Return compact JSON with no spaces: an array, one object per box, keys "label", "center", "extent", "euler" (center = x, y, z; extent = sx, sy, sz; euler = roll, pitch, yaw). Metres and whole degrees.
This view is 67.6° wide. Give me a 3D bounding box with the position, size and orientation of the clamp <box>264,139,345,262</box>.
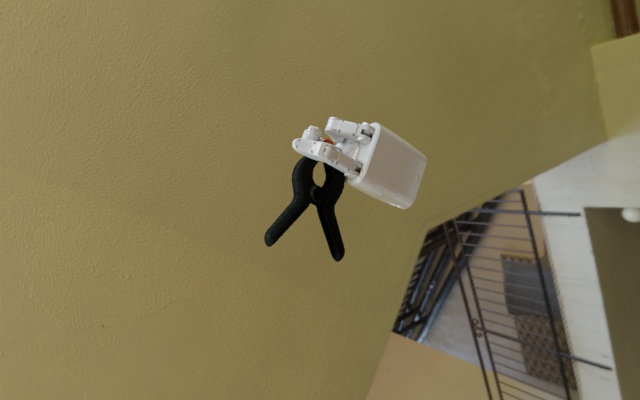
[{"label":"clamp","center":[0.000,0.002,0.675],"extent":[0.120,0.171,0.039],"euler":[26,-12,-29]}]
